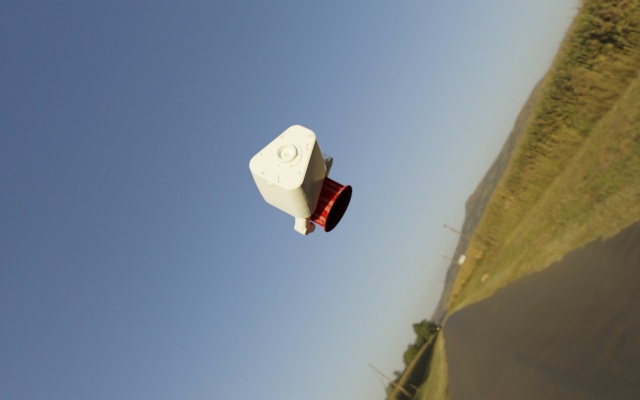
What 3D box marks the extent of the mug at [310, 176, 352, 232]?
[{"bbox_3d":[0.000,0.003,0.862,0.081,0.093,0.117,28,-19,19],"label":"mug"}]
